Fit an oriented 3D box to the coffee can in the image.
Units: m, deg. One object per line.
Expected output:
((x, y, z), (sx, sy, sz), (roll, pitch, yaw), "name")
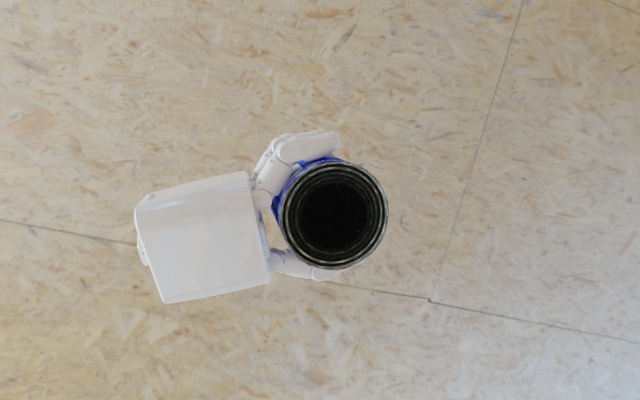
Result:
((0.000, 0.002, 0.500), (0.103, 0.103, 0.140), (0, 11, -11), "coffee can")
